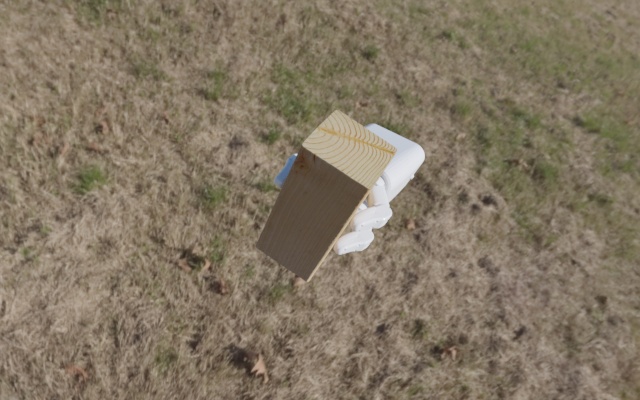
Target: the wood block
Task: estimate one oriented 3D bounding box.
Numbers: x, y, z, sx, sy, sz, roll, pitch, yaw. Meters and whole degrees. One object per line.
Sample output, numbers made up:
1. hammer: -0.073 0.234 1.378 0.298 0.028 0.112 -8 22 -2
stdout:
1. wood block: 0.000 0.002 0.607 0.091 0.206 0.090 34 47 4
